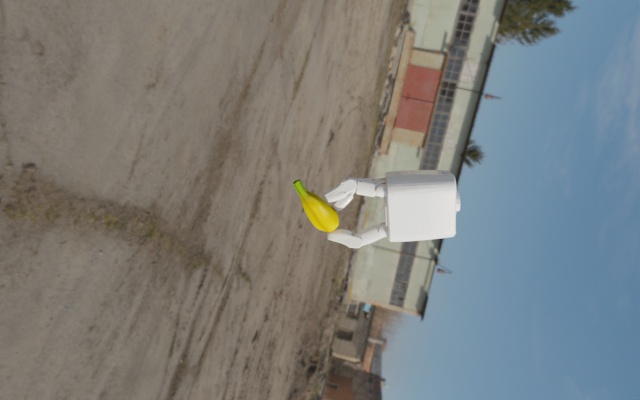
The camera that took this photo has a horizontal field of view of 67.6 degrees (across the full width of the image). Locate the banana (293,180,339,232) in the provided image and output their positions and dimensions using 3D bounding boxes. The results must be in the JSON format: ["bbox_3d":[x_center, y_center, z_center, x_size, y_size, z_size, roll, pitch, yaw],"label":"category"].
[{"bbox_3d":[0.005,0.019,0.772,0.037,0.069,0.198,-20,-17,7],"label":"banana"}]
